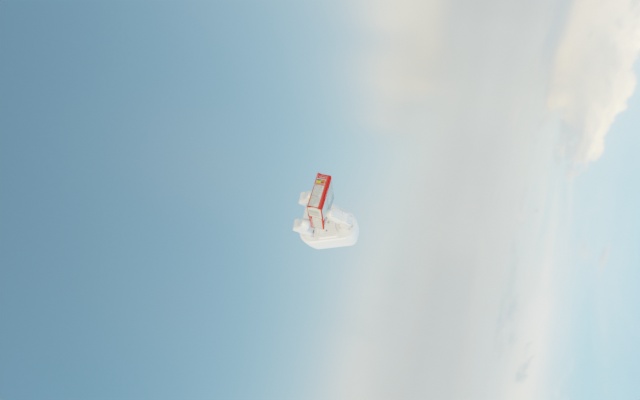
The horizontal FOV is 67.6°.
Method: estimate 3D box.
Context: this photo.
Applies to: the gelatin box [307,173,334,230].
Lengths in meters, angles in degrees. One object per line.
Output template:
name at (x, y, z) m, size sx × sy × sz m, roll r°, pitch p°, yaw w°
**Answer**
gelatin box at (0.001, 0.003, 0.887) m, size 0.030 × 0.073 × 0.089 m, roll 12°, pitch -26°, yaw 10°
